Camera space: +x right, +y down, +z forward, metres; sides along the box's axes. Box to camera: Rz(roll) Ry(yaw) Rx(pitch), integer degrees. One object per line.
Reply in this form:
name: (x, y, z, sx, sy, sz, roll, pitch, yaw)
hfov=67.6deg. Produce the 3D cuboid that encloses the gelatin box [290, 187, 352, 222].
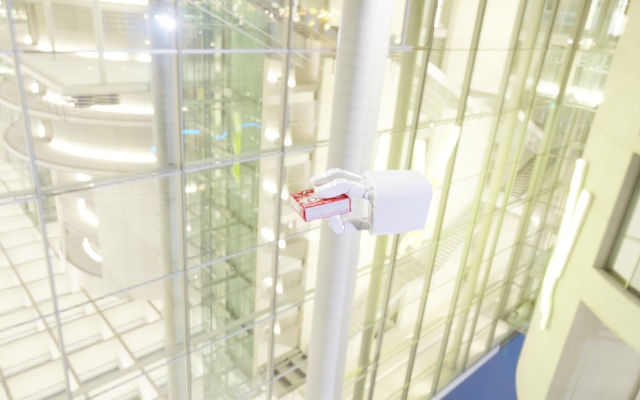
gelatin box: (0.000, 0.003, 0.837, 0.089, 0.030, 0.073, -13, 26, -18)
